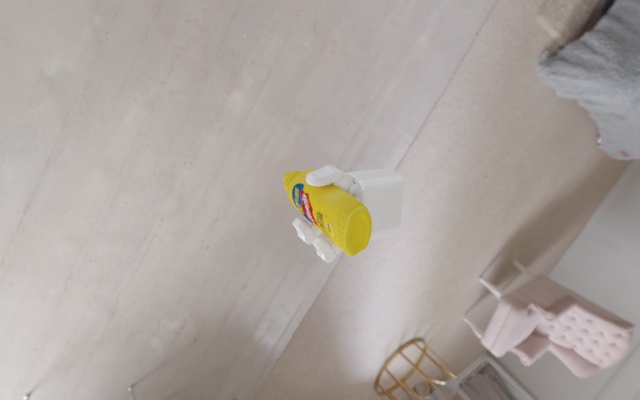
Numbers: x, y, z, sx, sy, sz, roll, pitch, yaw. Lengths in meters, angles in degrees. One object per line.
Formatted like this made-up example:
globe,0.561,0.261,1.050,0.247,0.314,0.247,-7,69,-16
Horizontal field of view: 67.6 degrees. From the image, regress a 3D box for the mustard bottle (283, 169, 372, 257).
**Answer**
mustard bottle,0.000,0.003,0.765,0.058,0.096,0.191,-31,47,-22
